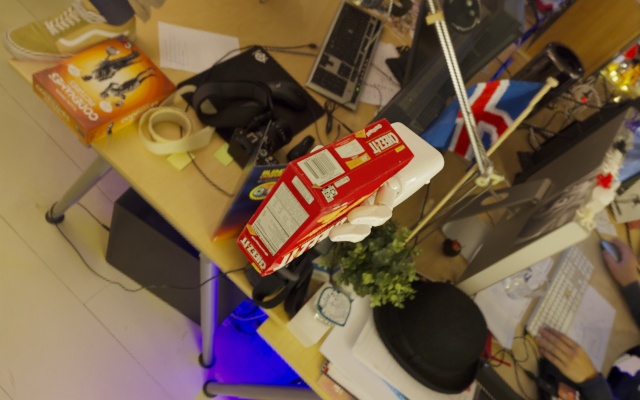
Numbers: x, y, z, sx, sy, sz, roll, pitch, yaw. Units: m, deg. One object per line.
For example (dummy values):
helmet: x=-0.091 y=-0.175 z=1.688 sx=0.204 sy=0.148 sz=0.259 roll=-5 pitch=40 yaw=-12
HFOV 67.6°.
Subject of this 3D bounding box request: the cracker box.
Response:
cracker box: x=0.000 y=0.002 z=0.623 sx=0.164 sy=0.072 sz=0.214 roll=-30 pitch=-12 yaw=-36
